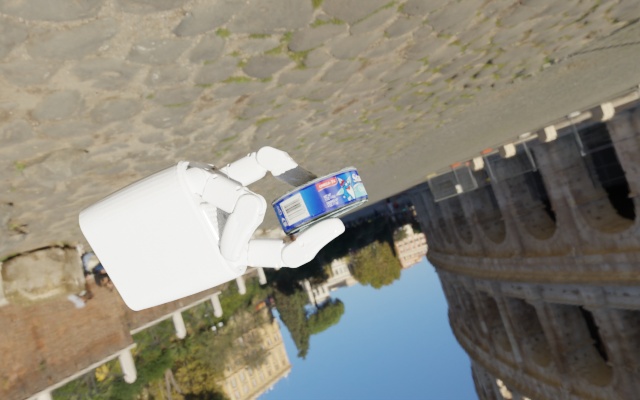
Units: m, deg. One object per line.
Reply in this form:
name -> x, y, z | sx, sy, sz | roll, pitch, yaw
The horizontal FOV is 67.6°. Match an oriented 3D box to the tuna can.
tuna can -> 0.000, 0.002, 0.442 | 0.086, 0.033, 0.086 | -23, -5, -2
